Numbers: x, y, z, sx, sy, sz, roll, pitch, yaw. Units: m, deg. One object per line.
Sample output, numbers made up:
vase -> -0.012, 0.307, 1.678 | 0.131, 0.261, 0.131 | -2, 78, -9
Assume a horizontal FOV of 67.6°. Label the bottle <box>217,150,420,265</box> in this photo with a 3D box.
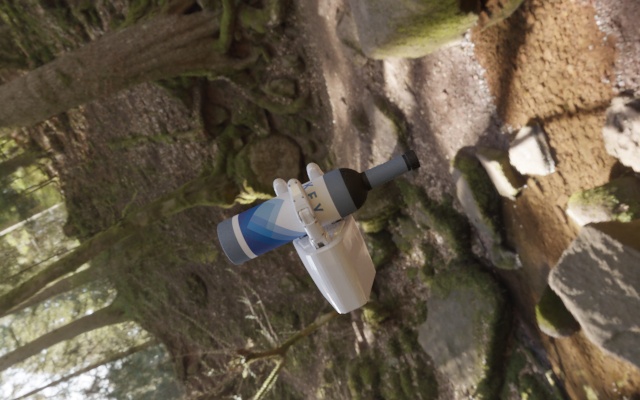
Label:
bottle -> 0.000, 0.002, 0.677 | 0.296, 0.069, 0.069 | -25, -3, 6
